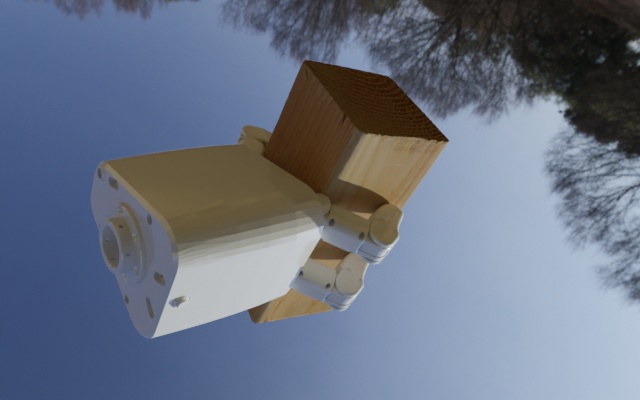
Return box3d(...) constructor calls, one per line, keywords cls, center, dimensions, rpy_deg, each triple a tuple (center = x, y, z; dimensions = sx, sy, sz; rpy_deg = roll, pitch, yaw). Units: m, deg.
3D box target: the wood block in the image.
box3d(cls="wood block", center=(0.000, 0.001, 0.403), dimensions=(0.090, 0.206, 0.090), rpy_deg=(-1, 45, -36))
